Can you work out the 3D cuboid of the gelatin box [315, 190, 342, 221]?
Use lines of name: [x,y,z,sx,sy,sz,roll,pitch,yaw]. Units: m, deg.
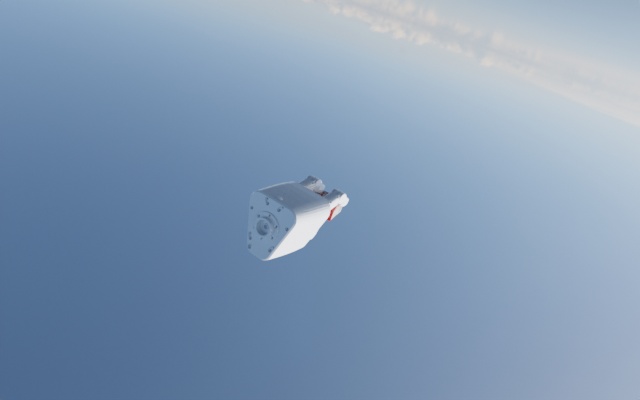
gelatin box: [0.000,0.003,0.900,0.073,0.030,0.089,25,16,10]
